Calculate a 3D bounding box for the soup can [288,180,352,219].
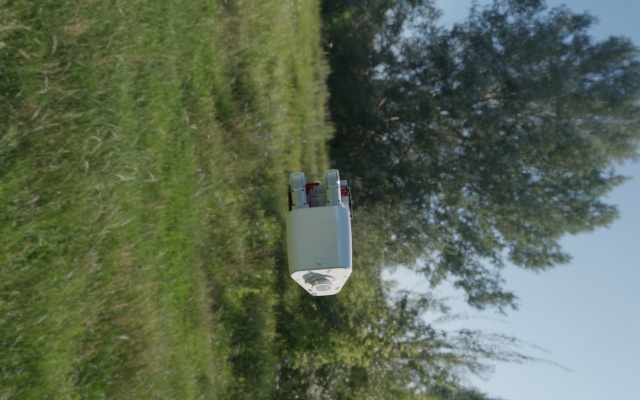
[{"bbox_3d":[0.000,0.002,0.799,0.102,0.068,0.068,-5,0,3],"label":"soup can"}]
